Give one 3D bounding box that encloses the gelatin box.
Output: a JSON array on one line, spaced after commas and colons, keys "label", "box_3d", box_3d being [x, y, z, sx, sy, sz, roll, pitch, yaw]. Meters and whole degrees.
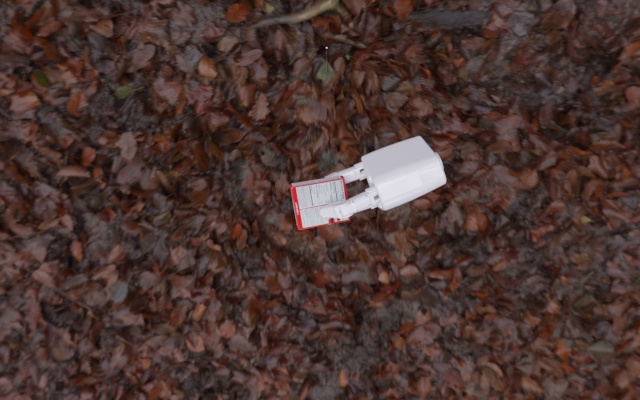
[{"label": "gelatin box", "box_3d": [0.000, 0.003, 0.778, 0.089, 0.073, 0.030, -10, 16, -4]}]
